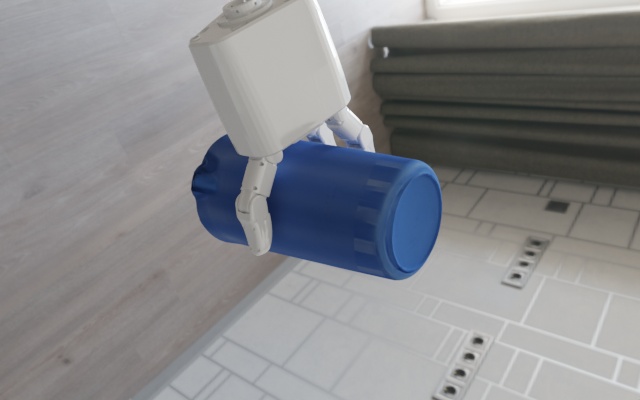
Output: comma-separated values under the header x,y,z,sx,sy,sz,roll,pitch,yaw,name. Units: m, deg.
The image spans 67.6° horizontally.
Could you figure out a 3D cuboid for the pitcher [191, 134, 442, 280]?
x,y,z,sx,sy,sz,roll,pitch,yaw,name
0.000,0.002,0.498,0.243,0.145,0.149,11,46,39,pitcher
